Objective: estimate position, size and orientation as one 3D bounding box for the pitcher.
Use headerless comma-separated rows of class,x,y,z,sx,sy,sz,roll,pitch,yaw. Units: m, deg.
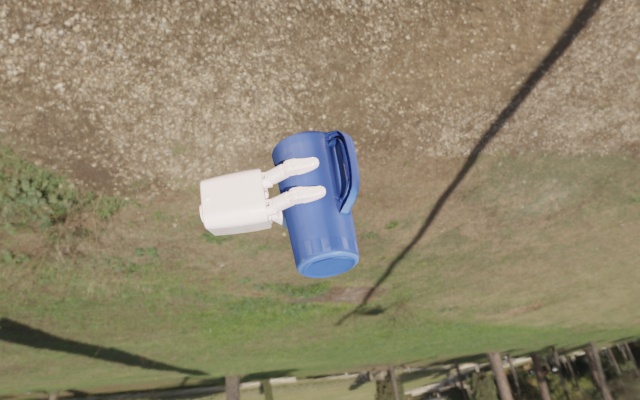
pitcher,0.000,0.003,0.845,0.145,0.242,0.149,-10,-27,-3
